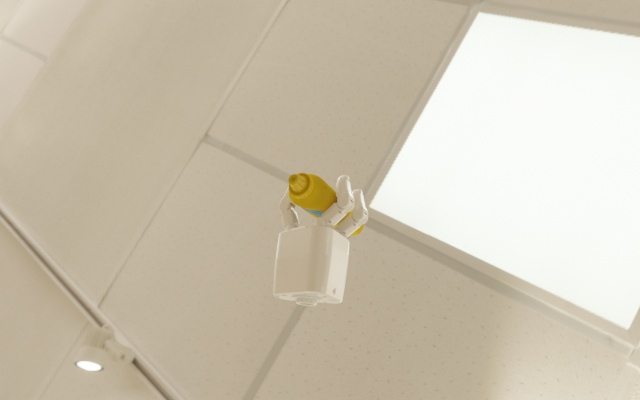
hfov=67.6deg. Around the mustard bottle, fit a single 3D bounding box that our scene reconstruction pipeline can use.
[{"bbox_3d":[0.000,0.002,0.810,0.096,0.058,0.192,22,-10,34],"label":"mustard bottle"}]
